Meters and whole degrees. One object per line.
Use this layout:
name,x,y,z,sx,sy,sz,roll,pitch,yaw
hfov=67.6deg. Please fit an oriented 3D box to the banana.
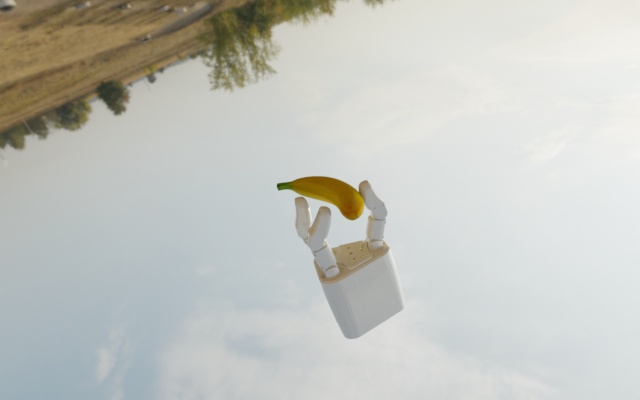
banana,0.013,-0.006,0.685,0.069,0.037,0.197,-27,24,-27
